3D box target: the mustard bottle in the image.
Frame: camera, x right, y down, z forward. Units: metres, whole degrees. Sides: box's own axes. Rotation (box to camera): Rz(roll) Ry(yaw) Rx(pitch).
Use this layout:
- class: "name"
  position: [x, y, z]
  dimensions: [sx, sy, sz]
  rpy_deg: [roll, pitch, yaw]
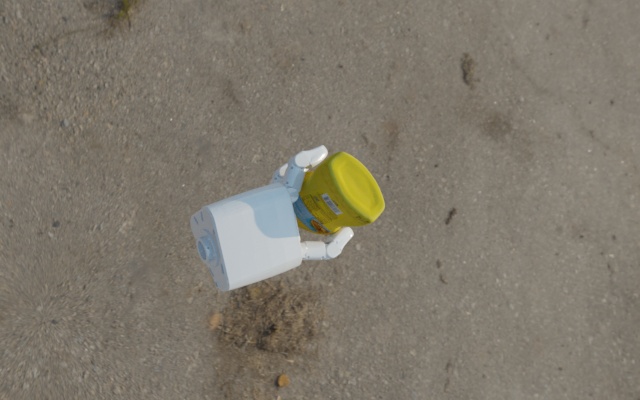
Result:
- class: "mustard bottle"
  position: [0.000, 0.002, 0.663]
  dimensions: [0.058, 0.096, 0.192]
  rpy_deg: [-46, 12, -30]
